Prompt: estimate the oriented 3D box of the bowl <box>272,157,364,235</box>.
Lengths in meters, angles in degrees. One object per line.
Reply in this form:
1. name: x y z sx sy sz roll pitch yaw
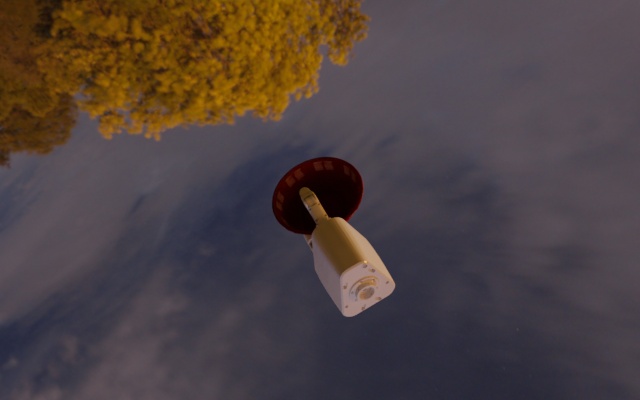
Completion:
1. bowl: 0.000 0.002 0.831 0.162 0.162 0.055 0 -34 18
